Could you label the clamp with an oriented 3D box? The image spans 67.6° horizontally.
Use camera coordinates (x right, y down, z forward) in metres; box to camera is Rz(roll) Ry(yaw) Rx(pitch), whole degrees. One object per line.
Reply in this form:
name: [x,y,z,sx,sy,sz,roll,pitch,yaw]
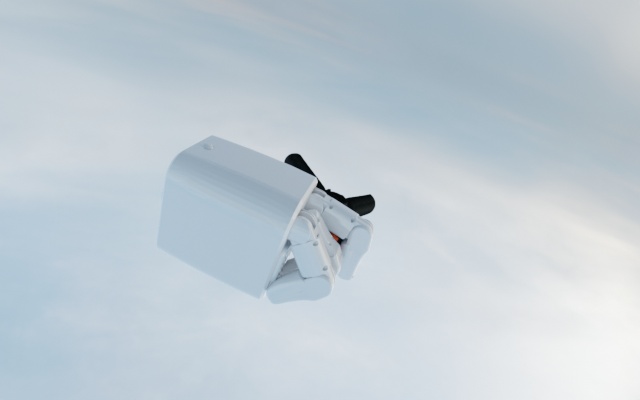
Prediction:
clamp: [0.000,0.002,0.504,0.120,0.039,0.171,27,20,1]
